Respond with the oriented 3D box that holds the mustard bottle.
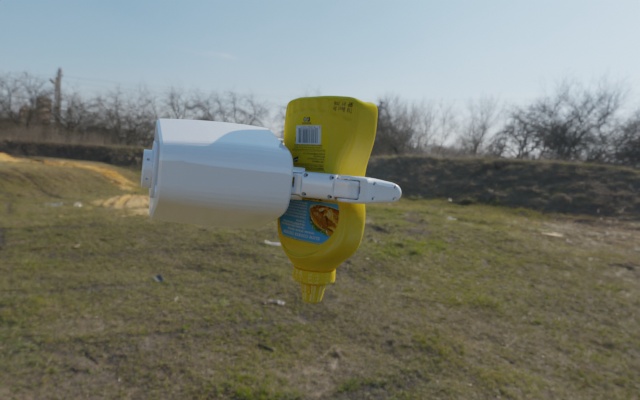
[{"bbox_3d":[0.000,0.001,0.452,0.096,0.191,0.058,9,4,43],"label":"mustard bottle"}]
